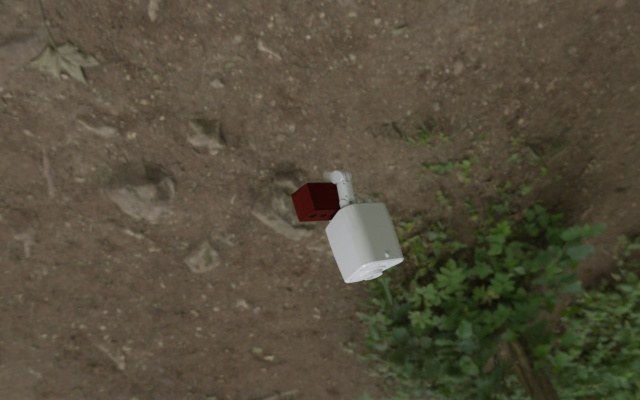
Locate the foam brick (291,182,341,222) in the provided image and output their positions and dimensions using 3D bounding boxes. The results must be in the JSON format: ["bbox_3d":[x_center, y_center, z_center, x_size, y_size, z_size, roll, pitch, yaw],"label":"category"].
[{"bbox_3d":[0.000,0.003,0.818,0.078,0.051,0.053,-2,-22,-37],"label":"foam brick"}]
